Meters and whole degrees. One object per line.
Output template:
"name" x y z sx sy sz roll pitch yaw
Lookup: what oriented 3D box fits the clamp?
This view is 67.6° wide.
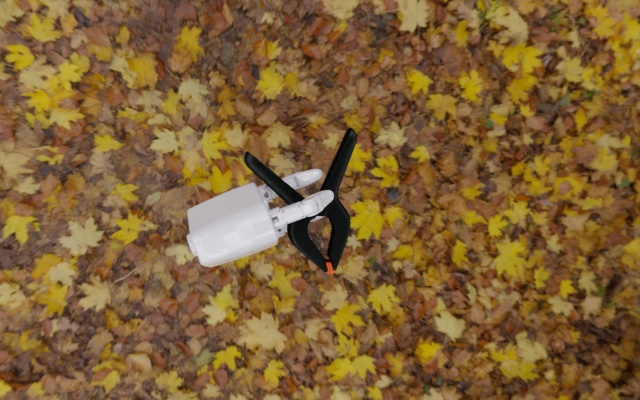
"clamp" 0.000 0.003 0.696 0.164 0.210 0.036 -21 12 -7
